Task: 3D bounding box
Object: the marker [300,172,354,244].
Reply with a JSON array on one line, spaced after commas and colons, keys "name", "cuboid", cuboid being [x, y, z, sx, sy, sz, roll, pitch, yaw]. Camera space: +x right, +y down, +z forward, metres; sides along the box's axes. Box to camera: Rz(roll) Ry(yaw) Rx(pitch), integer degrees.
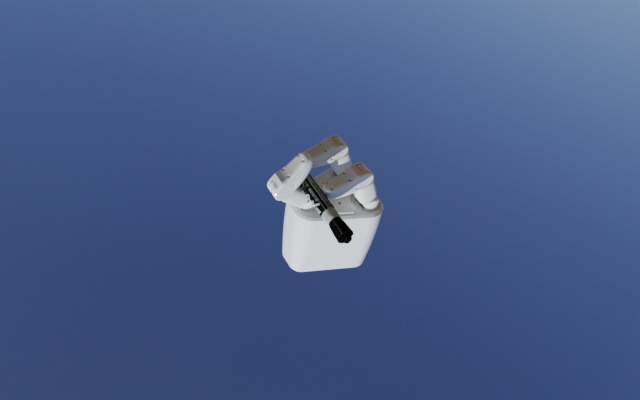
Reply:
[{"name": "marker", "cuboid": [0.000, 0.002, 0.522, 0.020, 0.020, 0.121, 0, 41, -39]}]
